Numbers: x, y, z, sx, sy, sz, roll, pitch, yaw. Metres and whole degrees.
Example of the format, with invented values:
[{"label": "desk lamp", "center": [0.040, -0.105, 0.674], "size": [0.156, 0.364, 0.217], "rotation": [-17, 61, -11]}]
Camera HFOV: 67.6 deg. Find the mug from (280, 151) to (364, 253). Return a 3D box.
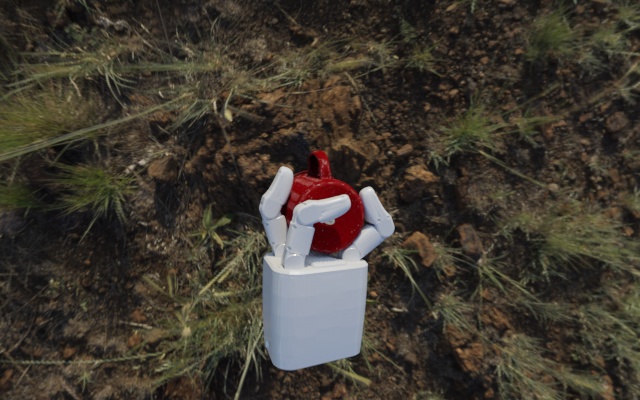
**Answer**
[{"label": "mug", "center": [0.000, 0.000, 0.548], "size": [0.093, 0.117, 0.081], "rotation": [-1, 7, -16]}]
